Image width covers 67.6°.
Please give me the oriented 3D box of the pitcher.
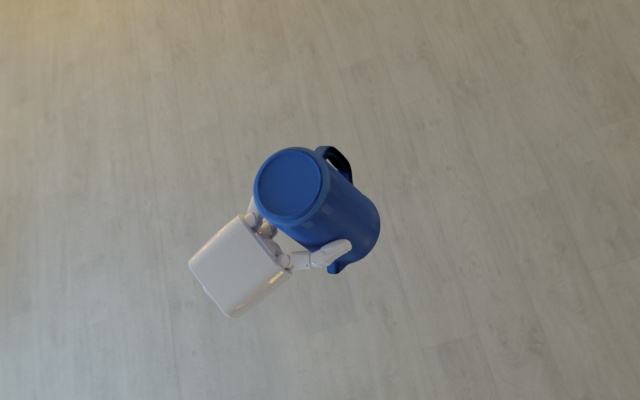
[{"bbox_3d":[0.000,0.002,0.711,0.145,0.149,0.243,-39,-25,4],"label":"pitcher"}]
